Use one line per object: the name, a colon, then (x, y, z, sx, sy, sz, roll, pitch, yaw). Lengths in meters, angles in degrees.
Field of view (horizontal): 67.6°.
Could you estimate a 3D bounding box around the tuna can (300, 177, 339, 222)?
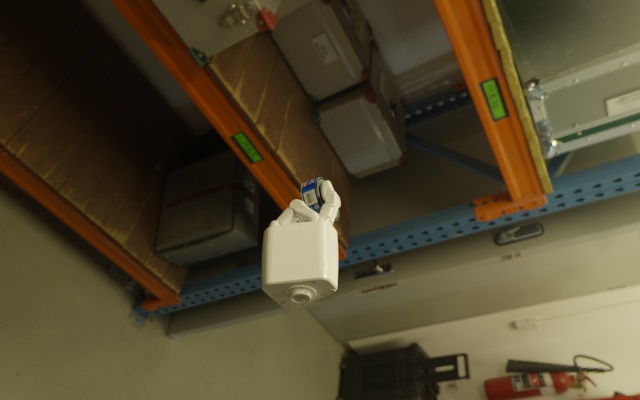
tuna can: (0.001, 0.003, 0.847, 0.034, 0.086, 0.086, -23, -8, 19)
